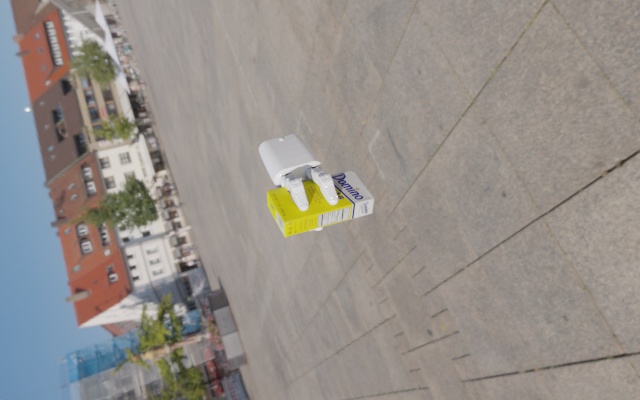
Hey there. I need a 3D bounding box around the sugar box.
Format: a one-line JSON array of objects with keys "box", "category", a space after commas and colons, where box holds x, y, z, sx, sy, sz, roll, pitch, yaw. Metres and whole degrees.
[{"box": [0.000, 0.002, 0.876, 0.176, 0.048, 0.093, -17, 46, -17], "category": "sugar box"}]
